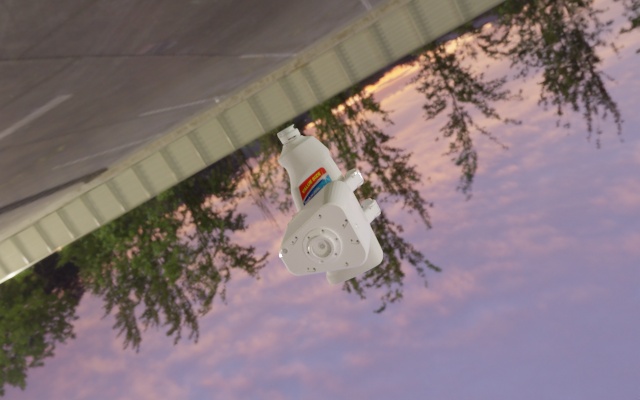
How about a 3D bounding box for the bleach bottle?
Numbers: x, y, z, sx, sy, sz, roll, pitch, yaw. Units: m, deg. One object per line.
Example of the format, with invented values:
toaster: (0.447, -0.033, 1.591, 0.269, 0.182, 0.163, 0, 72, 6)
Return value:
bleach bottle: (0.000, 0.002, 0.748, 0.102, 0.251, 0.068, -27, 12, 13)
